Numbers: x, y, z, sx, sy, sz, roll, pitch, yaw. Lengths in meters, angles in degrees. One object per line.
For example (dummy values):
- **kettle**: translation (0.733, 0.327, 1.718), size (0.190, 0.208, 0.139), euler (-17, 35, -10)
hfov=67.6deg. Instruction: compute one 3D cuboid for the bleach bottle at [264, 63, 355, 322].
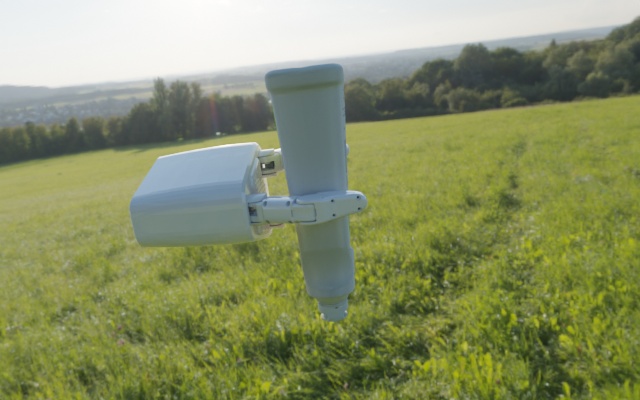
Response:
- **bleach bottle**: translation (0.000, 0.001, 0.457), size (0.068, 0.251, 0.102), euler (-6, 15, 4)
